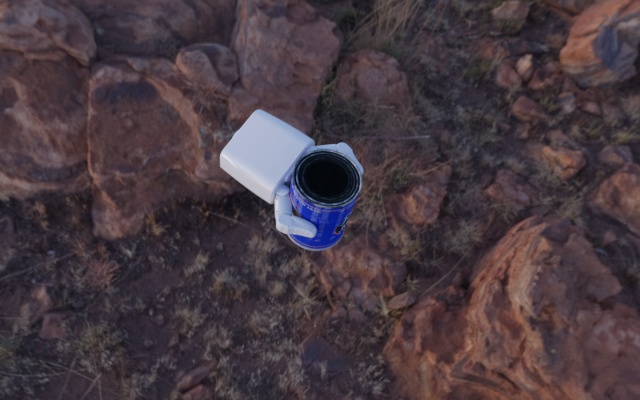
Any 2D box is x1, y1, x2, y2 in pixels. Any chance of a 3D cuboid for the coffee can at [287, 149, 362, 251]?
[{"bbox_3d":[0.000,0.003,0.742,0.103,0.102,0.140,0,-31,-10],"label":"coffee can"}]
